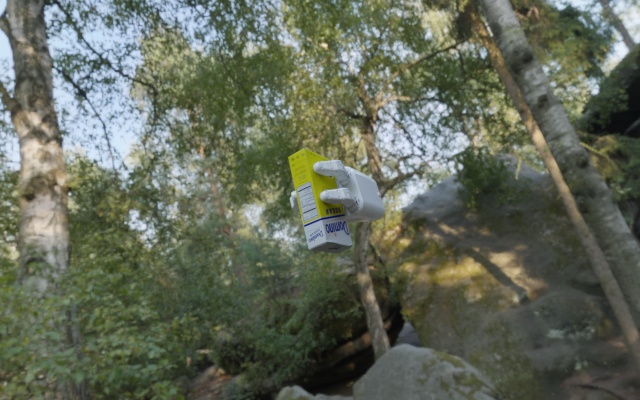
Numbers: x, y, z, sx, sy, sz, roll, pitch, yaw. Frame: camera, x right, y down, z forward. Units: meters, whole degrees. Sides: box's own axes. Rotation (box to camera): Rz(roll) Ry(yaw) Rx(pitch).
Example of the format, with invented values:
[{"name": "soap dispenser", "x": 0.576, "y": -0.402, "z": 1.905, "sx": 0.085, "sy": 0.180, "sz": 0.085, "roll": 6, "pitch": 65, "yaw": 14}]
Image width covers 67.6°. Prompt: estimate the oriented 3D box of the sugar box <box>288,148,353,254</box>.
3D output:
[{"name": "sugar box", "x": 0.001, "y": 0.002, "z": 0.848, "sx": 0.048, "sy": 0.176, "sz": 0.093, "roll": -27, "pitch": -22, "yaw": 26}]
